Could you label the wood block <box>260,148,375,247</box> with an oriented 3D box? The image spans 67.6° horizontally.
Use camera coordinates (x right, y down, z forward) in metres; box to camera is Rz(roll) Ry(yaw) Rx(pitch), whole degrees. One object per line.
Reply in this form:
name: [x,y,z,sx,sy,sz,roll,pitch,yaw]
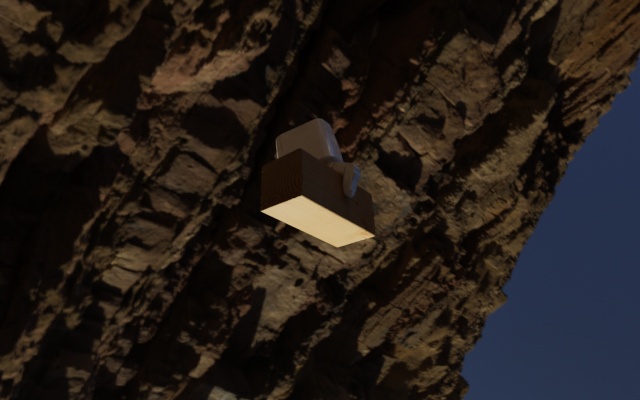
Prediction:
wood block: [0.000,0.002,0.837,0.091,0.090,0.206,-21,-33,33]
